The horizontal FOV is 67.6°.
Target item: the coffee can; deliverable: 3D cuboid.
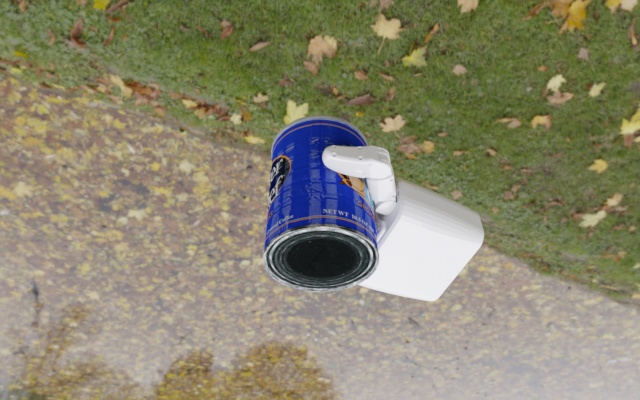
[{"bbox_3d":[0.000,0.001,0.462,0.103,0.140,0.103,0,-41,0],"label":"coffee can"}]
